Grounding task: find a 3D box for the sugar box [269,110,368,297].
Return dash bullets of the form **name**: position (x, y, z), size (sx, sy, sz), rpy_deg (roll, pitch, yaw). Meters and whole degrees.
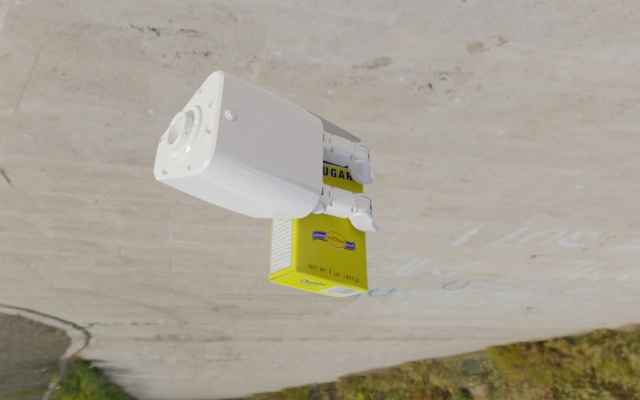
- **sugar box**: position (0.000, 0.001, 0.478), size (0.093, 0.176, 0.048), rpy_deg (21, -32, -37)
